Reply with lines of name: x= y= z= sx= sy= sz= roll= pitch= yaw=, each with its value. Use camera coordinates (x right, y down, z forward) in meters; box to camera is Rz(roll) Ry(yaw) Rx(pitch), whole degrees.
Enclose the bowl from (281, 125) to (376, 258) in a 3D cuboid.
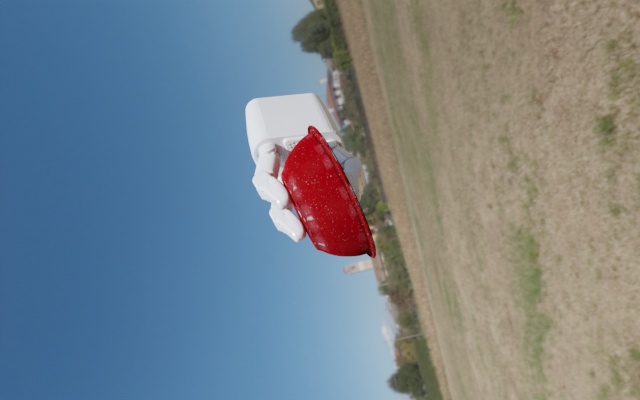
bowl: x=0.000 y=0.002 z=0.525 sx=0.055 sy=0.162 sz=0.162 roll=-26 pitch=2 yaw=-5
